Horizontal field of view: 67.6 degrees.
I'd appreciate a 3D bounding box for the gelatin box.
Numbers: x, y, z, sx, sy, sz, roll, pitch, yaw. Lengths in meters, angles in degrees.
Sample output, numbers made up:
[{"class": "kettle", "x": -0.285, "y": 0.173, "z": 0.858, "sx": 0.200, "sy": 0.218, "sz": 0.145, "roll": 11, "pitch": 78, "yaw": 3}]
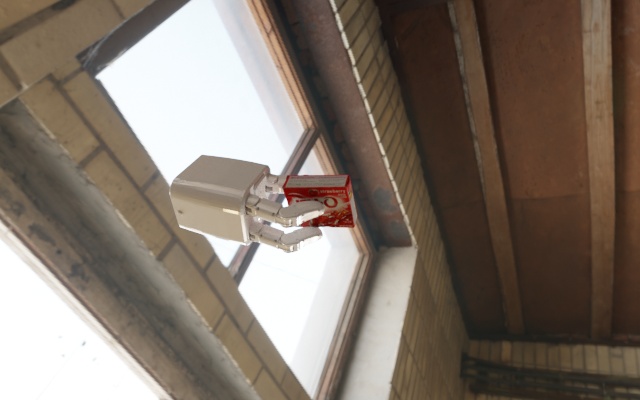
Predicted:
[{"class": "gelatin box", "x": 0.001, "y": 0.002, "z": 0.641, "sx": 0.089, "sy": 0.073, "sz": 0.030, "roll": 0, "pitch": 42, "yaw": 16}]
